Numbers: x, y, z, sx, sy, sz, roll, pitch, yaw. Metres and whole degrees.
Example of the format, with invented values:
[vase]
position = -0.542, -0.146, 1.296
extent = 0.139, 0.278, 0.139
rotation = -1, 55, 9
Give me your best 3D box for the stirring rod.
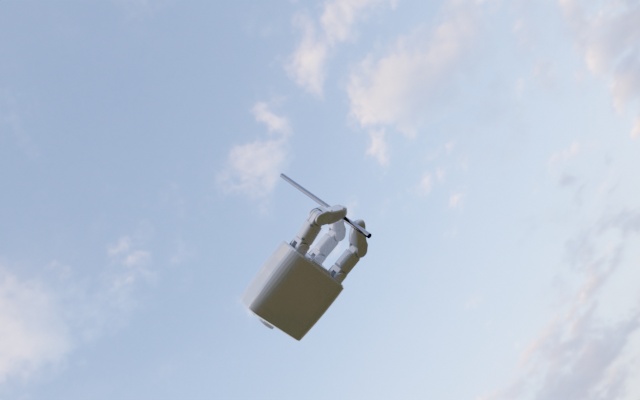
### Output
[stirring rod]
position = 0.000, 0.003, 0.746
extent = 0.011, 0.011, 0.239
rotation = 0, 23, -38
